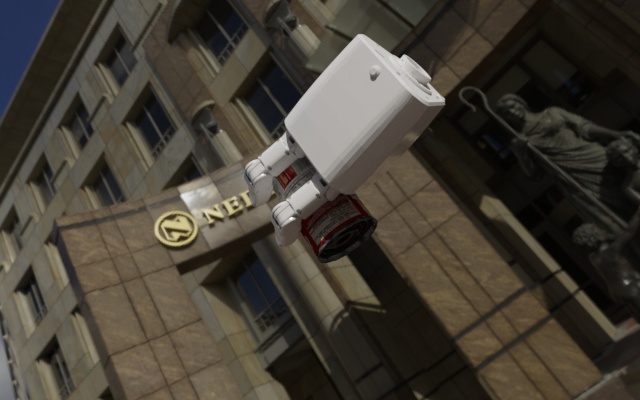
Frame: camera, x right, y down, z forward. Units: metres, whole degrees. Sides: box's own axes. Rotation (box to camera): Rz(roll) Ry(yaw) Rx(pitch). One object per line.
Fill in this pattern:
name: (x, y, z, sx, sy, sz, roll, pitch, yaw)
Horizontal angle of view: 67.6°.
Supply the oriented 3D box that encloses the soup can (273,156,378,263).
soup can: (0.000, 0.002, 0.477, 0.068, 0.102, 0.068, -29, -25, -15)
